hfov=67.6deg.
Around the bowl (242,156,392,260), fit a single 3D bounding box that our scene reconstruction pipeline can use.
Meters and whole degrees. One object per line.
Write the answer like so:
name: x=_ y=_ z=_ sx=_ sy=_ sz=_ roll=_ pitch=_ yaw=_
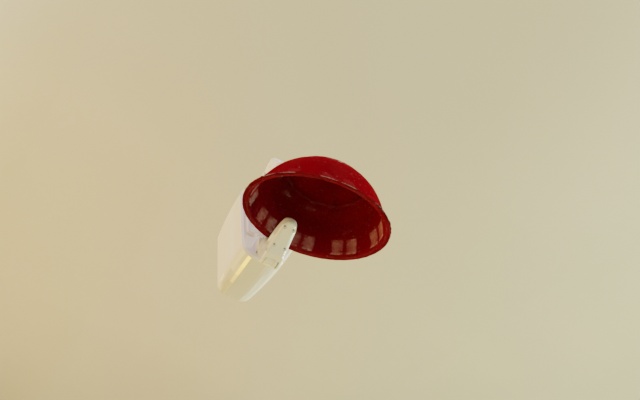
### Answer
bowl: x=0.001 y=0.001 z=0.519 sx=0.162 sy=0.055 sz=0.162 roll=11 pitch=-34 yaw=8
